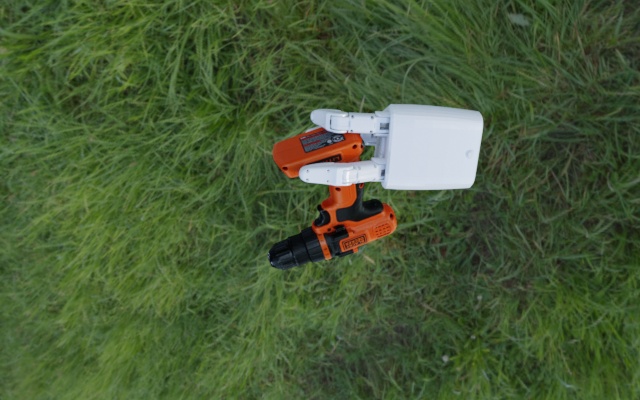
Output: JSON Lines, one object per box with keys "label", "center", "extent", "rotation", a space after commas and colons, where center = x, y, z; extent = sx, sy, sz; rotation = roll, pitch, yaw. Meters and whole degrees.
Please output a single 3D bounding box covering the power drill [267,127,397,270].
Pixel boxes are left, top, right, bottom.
{"label": "power drill", "center": [0.000, 0.002, 0.616], "extent": [0.184, 0.188, 0.057], "rotation": [-21, 42, -4]}
